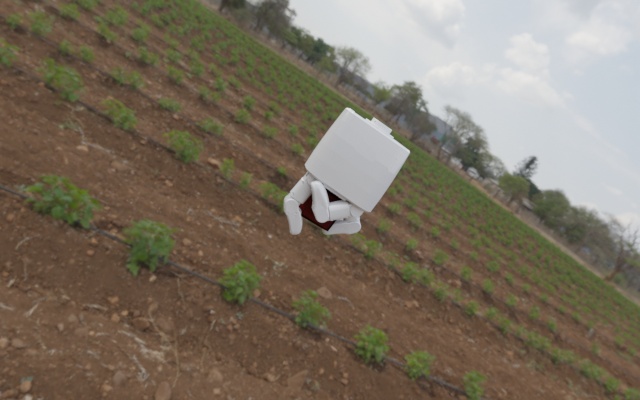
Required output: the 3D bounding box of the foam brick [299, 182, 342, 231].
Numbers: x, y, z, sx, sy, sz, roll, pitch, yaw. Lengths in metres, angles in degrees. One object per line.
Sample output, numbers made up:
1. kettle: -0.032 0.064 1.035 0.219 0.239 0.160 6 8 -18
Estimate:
1. foam brick: 0.000 0.002 0.738 0.053 0.051 0.078 31 12 -18
